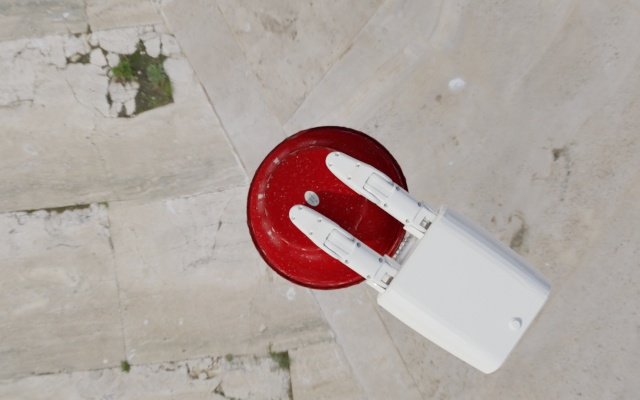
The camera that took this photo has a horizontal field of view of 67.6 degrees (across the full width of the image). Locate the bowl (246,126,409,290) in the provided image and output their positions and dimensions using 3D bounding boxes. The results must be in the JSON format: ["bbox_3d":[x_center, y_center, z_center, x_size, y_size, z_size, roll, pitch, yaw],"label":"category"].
[{"bbox_3d":[-0.001,0.001,0.438,0.162,0.162,0.055,0,-9,12],"label":"bowl"}]
